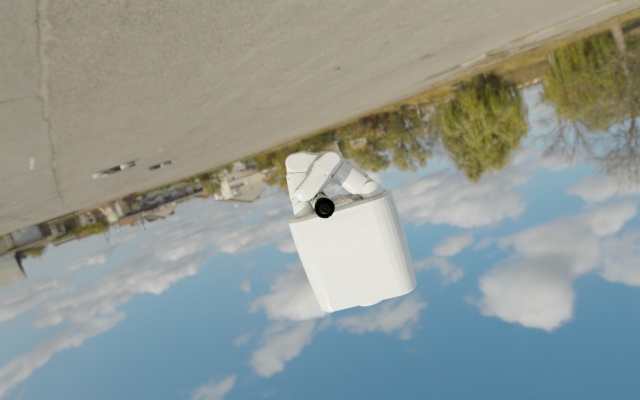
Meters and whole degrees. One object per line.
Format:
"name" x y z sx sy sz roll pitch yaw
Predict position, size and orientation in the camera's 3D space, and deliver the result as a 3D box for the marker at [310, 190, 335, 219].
"marker" 0.000 0.002 0.478 0.020 0.020 0.121 0 6 -4
